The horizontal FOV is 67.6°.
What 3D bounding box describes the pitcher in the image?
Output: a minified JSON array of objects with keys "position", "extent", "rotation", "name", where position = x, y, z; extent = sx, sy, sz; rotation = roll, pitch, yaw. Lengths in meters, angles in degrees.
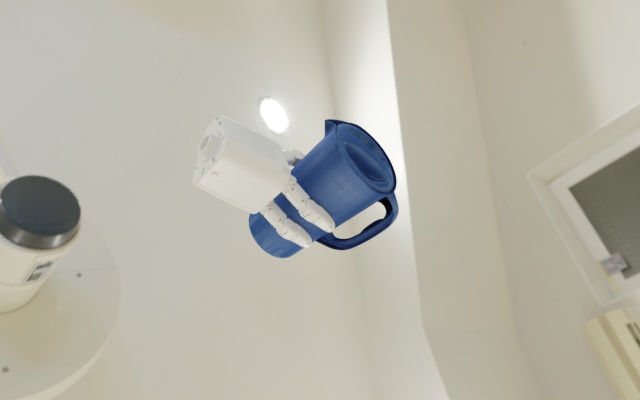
[{"position":[0.000,0.002,0.770],"extent":[0.145,0.149,0.243],"rotation":[27,-50,-34],"name":"pitcher"}]
